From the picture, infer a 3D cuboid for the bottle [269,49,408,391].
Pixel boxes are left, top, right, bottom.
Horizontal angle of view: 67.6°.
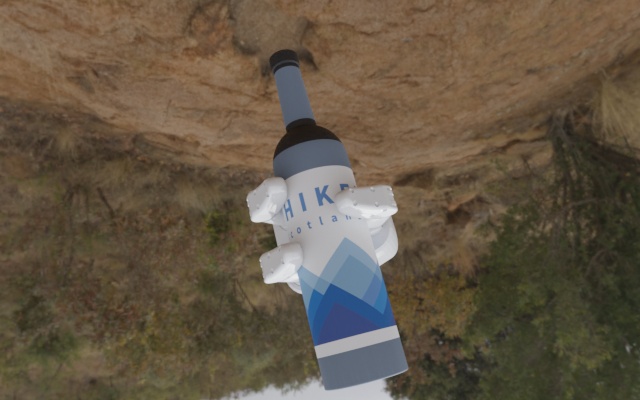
[{"bbox_3d":[0.000,0.002,0.409,0.069,0.295,0.069,-13,-17,-4],"label":"bottle"}]
